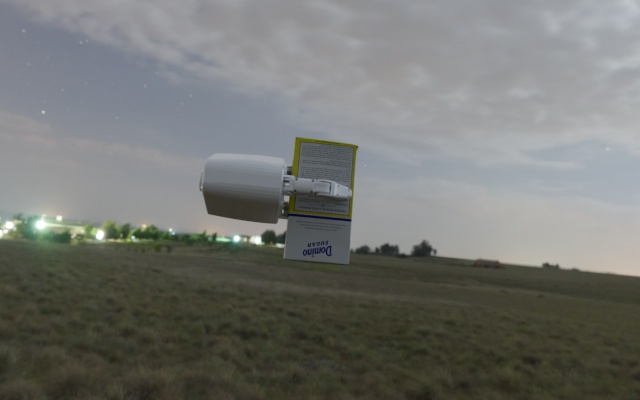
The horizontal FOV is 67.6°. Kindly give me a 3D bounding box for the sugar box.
[{"bbox_3d":[0.000,0.002,0.692,0.093,0.176,0.048,6,-6,-5],"label":"sugar box"}]
